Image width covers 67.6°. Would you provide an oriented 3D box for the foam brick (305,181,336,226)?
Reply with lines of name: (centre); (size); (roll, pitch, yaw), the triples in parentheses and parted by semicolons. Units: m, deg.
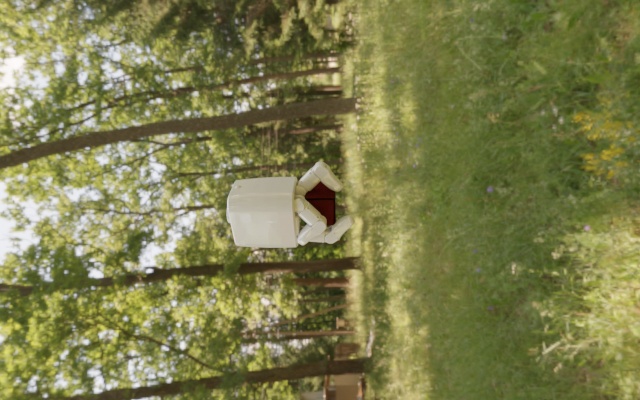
foam brick: (0.000, 0.003, 0.823); (0.051, 0.053, 0.078); (-1, 25, 2)
